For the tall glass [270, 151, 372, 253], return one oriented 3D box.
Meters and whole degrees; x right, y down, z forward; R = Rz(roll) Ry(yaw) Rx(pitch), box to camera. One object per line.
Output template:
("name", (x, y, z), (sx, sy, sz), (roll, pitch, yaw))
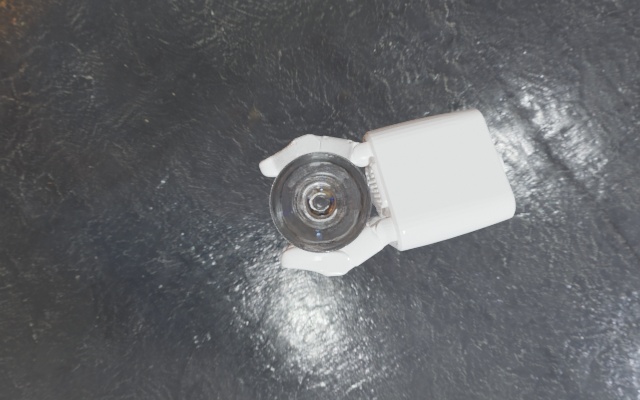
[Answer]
("tall glass", (0.000, 0.001, 0.444), (0.079, 0.079, 0.201), (0, 0, 0))
